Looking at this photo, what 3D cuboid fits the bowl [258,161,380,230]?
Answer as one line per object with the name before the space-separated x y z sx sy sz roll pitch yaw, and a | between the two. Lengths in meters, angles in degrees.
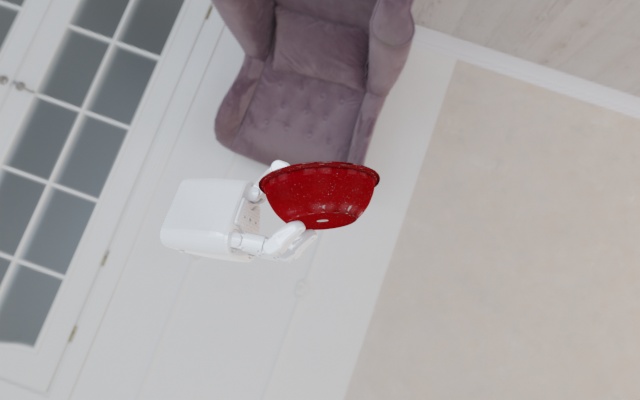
bowl | 0.001 0.002 0.626 0.162 0.055 0.162 -3 -17 -1
